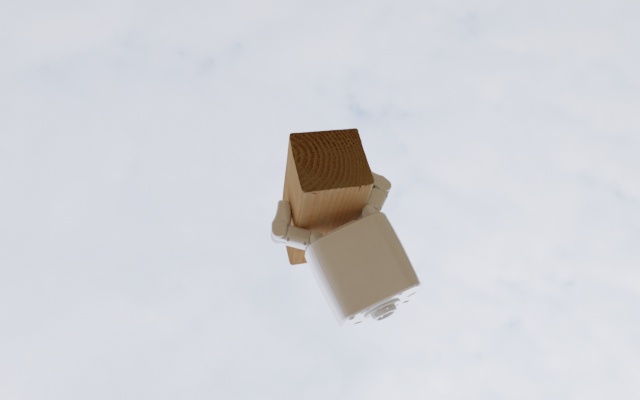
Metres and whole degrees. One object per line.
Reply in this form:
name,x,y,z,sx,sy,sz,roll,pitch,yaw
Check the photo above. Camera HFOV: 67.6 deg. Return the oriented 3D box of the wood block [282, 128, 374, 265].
wood block,0.000,0.003,0.660,0.091,0.090,0.206,-7,-30,-13
